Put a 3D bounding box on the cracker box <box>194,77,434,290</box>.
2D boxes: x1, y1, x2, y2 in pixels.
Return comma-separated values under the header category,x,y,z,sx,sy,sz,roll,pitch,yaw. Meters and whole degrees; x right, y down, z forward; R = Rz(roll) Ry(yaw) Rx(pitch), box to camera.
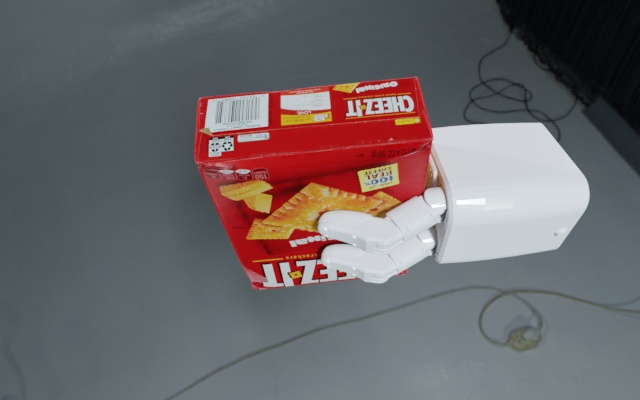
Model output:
category,x,y,z,sx,sy,sz,roll,pitch,yaw
cracker box,0.000,0.001,0.417,0.164,0.072,0.214,-5,-35,1
